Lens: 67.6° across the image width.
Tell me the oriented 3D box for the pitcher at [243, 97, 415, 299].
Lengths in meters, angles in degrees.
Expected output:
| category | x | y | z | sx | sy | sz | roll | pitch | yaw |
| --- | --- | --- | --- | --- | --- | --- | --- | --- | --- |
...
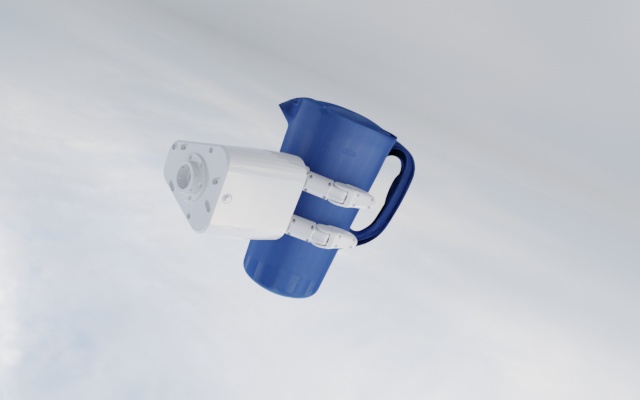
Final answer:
| category | x | y | z | sx | sy | sz | roll | pitch | yaw |
| --- | --- | --- | --- | --- | --- | --- | --- | --- | --- |
| pitcher | 0.000 | 0.002 | 0.612 | 0.149 | 0.243 | 0.145 | 34 | 17 | 38 |
